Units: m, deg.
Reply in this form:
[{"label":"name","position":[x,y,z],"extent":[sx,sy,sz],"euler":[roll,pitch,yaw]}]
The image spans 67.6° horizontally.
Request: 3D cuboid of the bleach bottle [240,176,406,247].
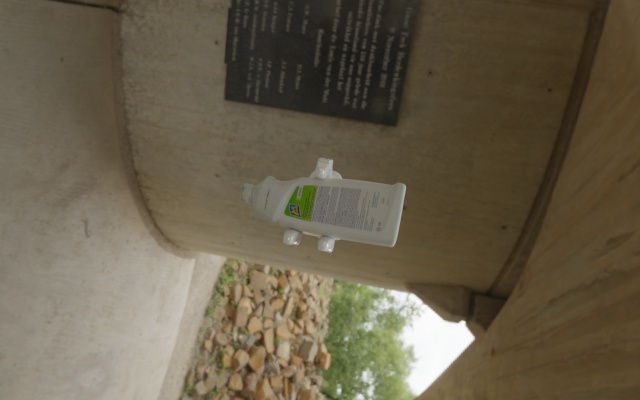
[{"label":"bleach bottle","position":[0.000,0.003,0.751],"extent":[0.251,0.102,0.068],"euler":[11,-13,7]}]
